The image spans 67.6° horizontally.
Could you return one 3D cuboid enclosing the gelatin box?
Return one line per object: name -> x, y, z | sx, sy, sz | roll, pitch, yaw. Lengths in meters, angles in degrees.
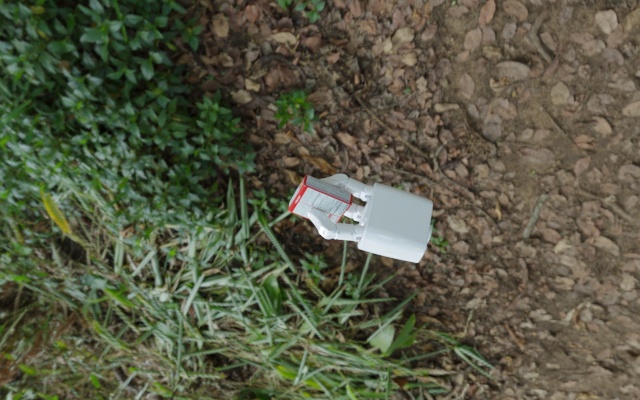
gelatin box -> 0.000, 0.003, 0.809 | 0.089, 0.030, 0.073 | 22, -44, -13
